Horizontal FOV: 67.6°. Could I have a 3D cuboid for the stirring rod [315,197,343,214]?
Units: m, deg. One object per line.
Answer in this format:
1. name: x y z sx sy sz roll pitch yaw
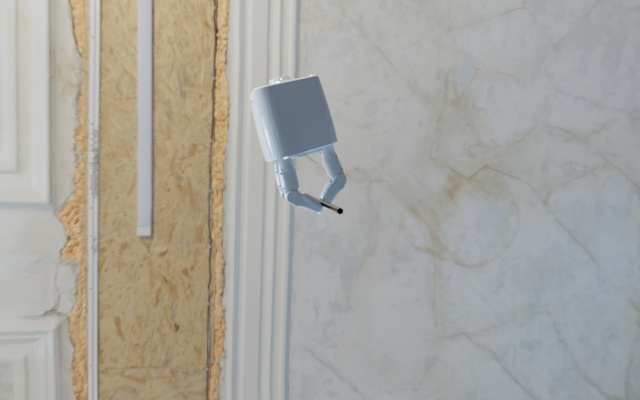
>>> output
1. stirring rod: 0.000 0.002 0.718 0.011 0.011 0.239 0 5 -12
